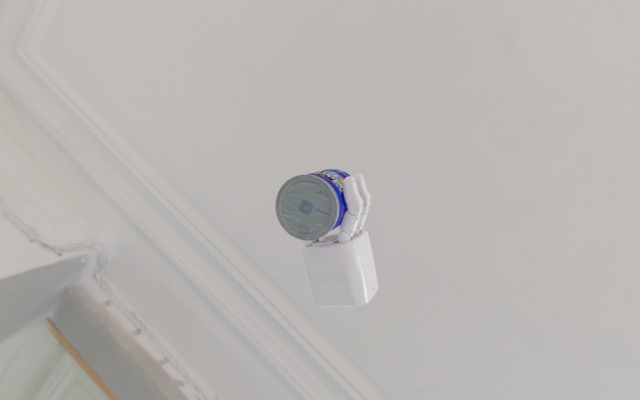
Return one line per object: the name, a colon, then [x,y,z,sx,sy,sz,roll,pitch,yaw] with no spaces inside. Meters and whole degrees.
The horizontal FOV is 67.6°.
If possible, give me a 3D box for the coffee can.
coffee can: [0.000,0.002,0.795,0.103,0.103,0.140,0,8,19]
